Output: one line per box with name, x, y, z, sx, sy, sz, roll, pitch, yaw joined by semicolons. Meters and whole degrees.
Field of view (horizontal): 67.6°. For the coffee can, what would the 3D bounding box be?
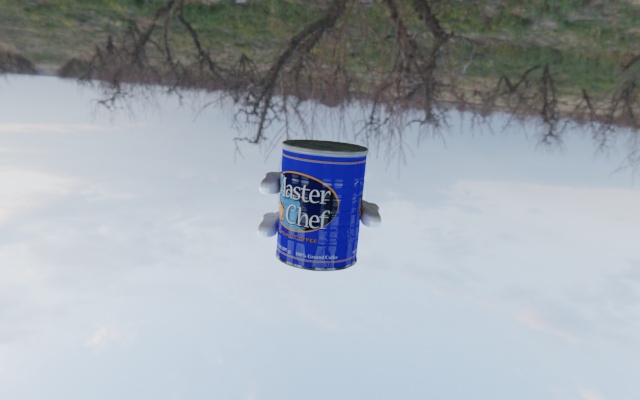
coffee can;0.000;0.002;0.580;0.103;0.140;0.102;4;13;-1
